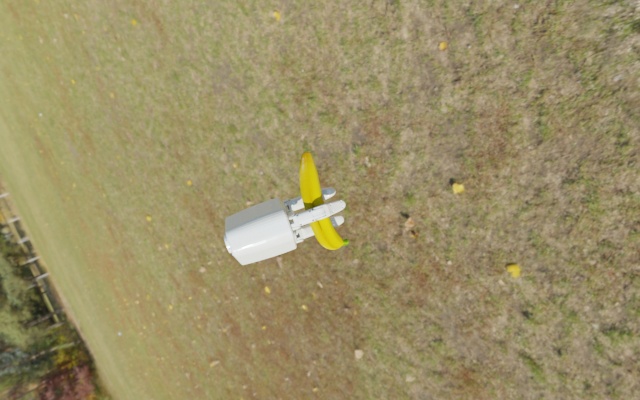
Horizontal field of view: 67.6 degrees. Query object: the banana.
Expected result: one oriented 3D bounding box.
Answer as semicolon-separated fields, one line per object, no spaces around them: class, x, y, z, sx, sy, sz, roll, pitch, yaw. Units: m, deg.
banana;-0.003;0.014;0.838;0.037;0.198;0.069;-13;24;20
